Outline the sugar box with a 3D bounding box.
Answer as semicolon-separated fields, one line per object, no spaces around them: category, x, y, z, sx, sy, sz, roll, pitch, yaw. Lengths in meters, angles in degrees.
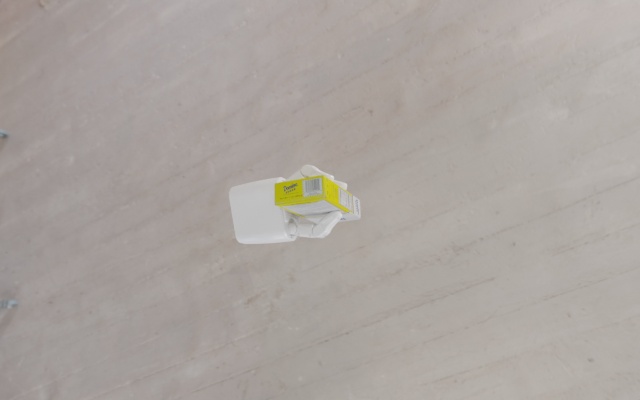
sugar box;0.000;0.002;0.849;0.093;0.048;0.176;-8;-14;22
